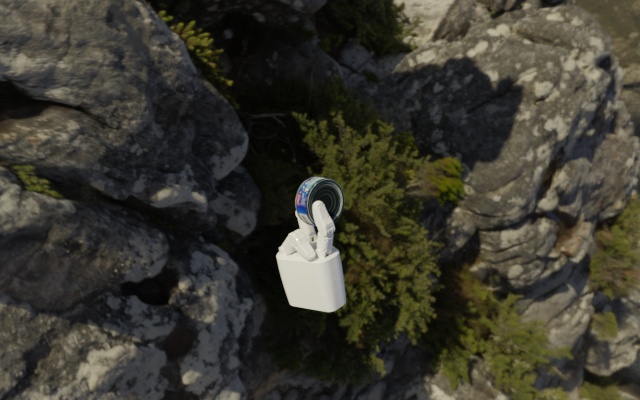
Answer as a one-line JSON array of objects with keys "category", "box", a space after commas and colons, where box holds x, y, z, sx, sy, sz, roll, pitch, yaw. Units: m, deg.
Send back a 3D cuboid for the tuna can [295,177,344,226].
[{"category": "tuna can", "box": [0.000, 0.003, 0.826, 0.086, 0.086, 0.034, 0, 6, -39]}]
